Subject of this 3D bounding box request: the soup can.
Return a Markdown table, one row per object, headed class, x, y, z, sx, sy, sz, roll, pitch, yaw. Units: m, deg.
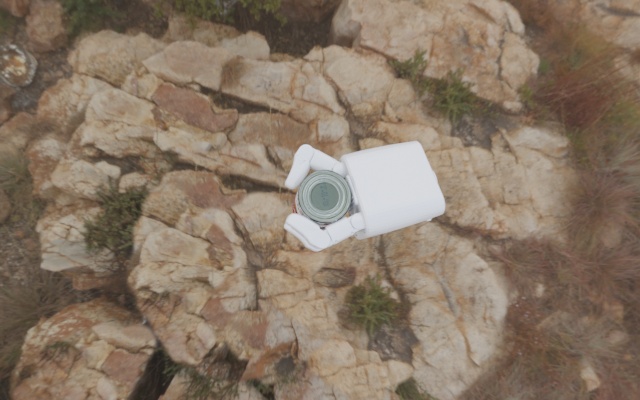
| class | x | y | z | sx | sy | sz | roll | pitch | yaw |
| --- | --- | --- | --- | --- | --- | --- | --- | --- | --- |
| soup can | 0.000 | 0.002 | 0.626 | 0.068 | 0.068 | 0.102 | 0 | -8 | -7 |
